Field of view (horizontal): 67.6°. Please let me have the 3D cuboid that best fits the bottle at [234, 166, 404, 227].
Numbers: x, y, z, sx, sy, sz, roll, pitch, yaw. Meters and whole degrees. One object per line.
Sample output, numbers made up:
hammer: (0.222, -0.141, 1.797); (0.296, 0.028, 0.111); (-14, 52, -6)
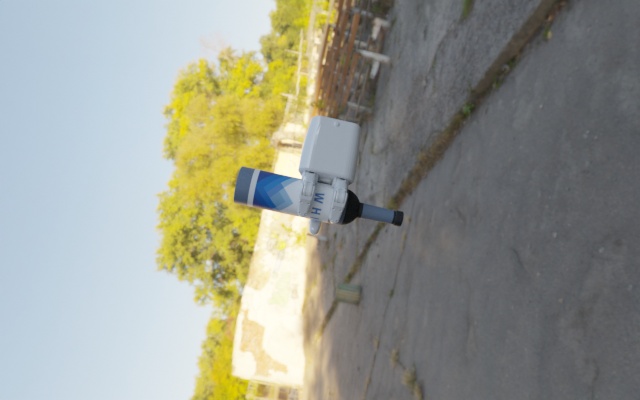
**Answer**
bottle: (0.000, 0.003, 0.840); (0.296, 0.069, 0.069); (12, -1, -3)
